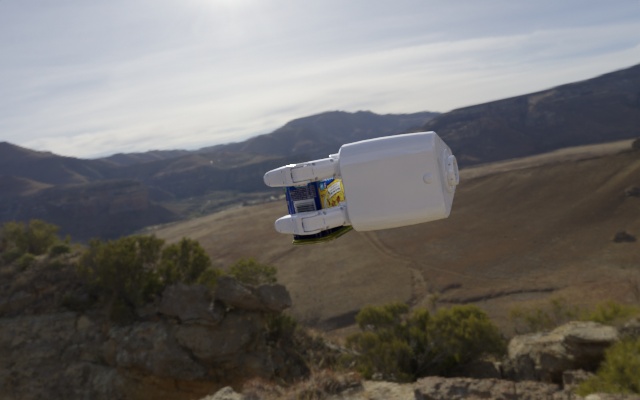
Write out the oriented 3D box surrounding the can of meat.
[{"bbox_3d":[0.000,0.002,0.588,0.057,0.084,0.102,-7,7,29],"label":"can of meat"}]
